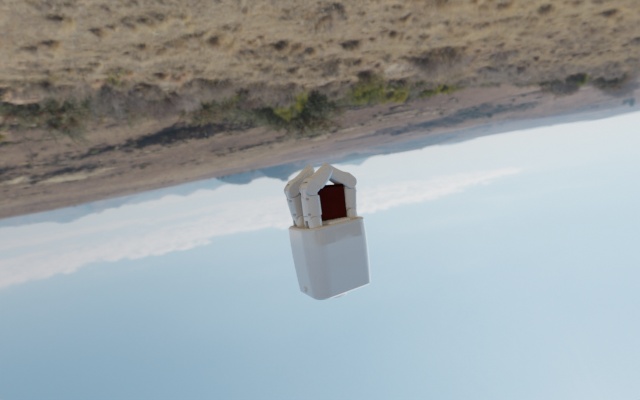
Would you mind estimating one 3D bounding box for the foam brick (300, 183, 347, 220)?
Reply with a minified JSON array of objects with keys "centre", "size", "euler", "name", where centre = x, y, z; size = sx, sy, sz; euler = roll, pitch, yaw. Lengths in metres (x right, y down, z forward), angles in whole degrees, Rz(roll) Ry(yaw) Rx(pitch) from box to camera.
[{"centre":[0.000,0.002,0.747],"size":[0.053,0.051,0.078],"euler":[-8,3,-21],"name":"foam brick"}]
